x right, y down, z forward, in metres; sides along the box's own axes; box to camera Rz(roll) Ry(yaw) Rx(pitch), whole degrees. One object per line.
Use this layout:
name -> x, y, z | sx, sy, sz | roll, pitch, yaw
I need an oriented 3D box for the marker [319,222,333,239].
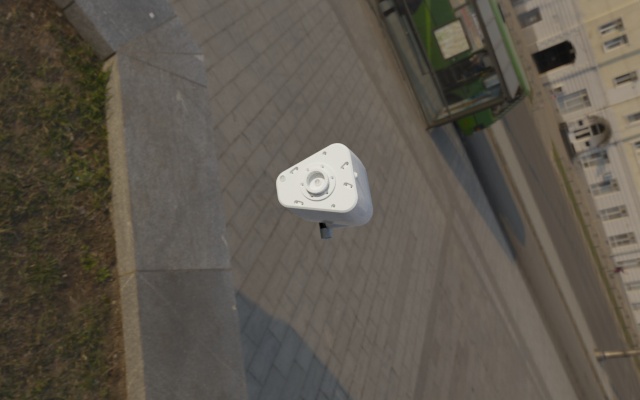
marker -> 0.000, 0.003, 0.779 | 0.020, 0.121, 0.020 | -10, -13, -2
